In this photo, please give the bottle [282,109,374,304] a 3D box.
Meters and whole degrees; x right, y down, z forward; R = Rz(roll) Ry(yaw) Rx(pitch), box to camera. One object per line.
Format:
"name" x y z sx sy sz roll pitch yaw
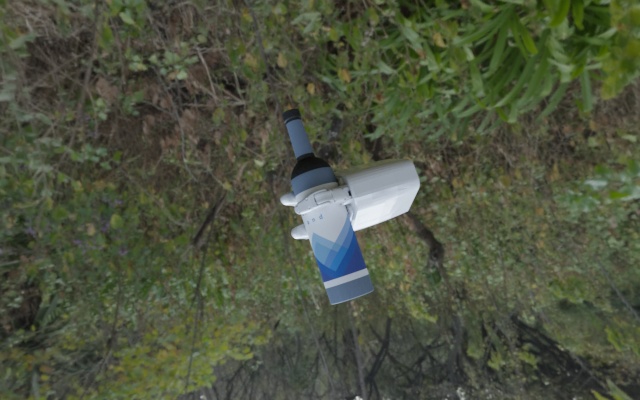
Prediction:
"bottle" 0.000 0.003 0.713 0.069 0.295 0.069 -18 -8 -3
